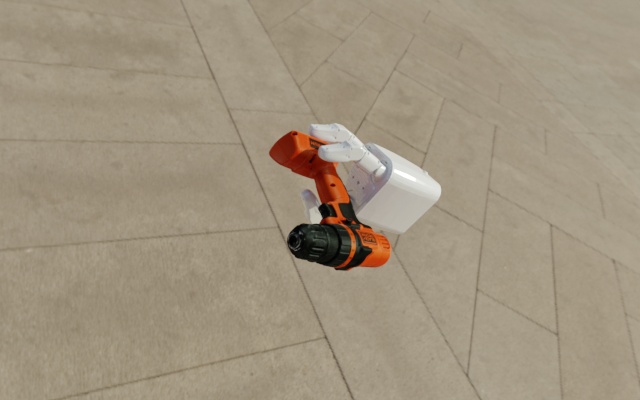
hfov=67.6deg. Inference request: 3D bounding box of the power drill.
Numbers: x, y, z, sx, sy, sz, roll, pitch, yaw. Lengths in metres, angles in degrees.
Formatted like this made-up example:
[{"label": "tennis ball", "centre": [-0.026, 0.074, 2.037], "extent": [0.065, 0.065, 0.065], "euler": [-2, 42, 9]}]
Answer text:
[{"label": "power drill", "centre": [0.000, 0.002, 0.609], "extent": [0.057, 0.187, 0.184], "euler": [-37, -29, 25]}]
